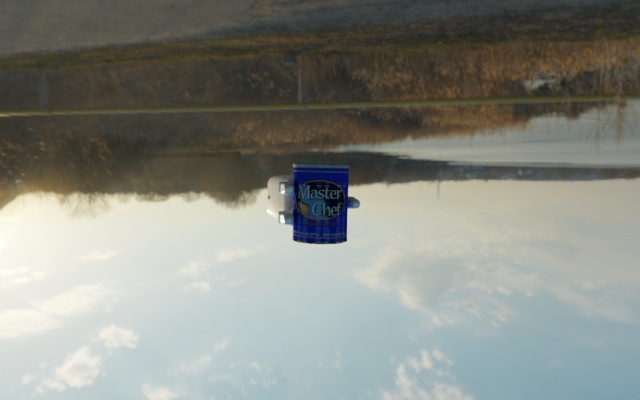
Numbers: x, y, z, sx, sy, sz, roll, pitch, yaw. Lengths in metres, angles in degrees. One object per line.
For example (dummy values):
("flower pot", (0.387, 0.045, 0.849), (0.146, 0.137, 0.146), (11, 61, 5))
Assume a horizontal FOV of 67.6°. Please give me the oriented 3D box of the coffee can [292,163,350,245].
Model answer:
("coffee can", (0.000, 0.003, 0.872), (0.103, 0.140, 0.103), (1, 4, 0))
